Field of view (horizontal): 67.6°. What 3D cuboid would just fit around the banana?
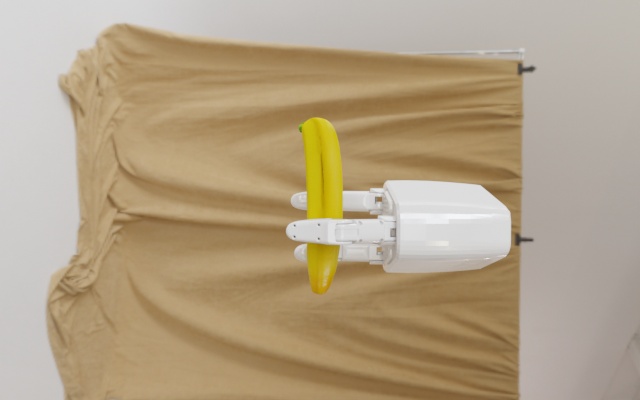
[{"bbox_3d":[0.002,-0.009,0.480,0.037,0.197,0.070,0,-24,-7],"label":"banana"}]
